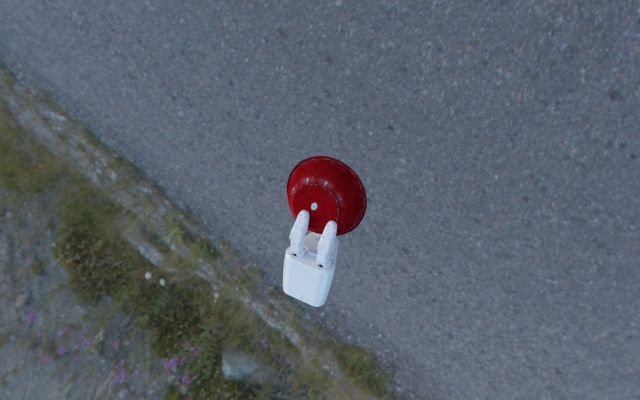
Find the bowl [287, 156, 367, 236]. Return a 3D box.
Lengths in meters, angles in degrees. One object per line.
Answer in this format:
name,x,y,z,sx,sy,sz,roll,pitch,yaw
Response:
bowl,0.000,0.002,0.870,0.162,0.162,0.055,0,22,24
